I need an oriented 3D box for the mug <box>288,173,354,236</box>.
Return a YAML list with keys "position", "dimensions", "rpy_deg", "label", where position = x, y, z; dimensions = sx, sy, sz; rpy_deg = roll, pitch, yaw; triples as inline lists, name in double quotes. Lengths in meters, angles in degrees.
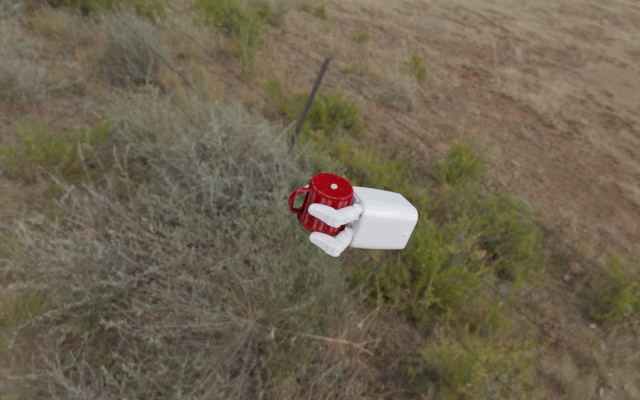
- position: [-0.001, 0.002, 0.856]
  dimensions: [0.117, 0.081, 0.093]
  rpy_deg: [6, 36, -16]
  label: "mug"
